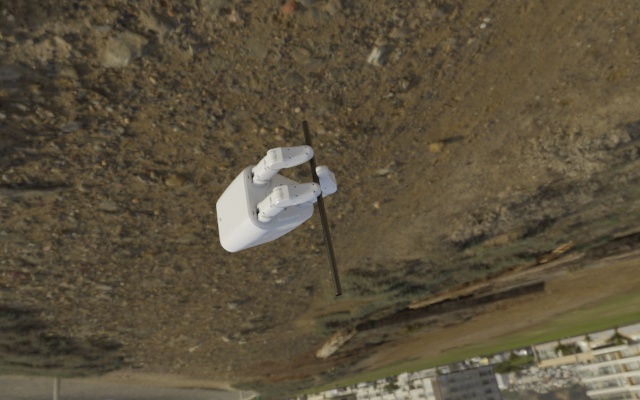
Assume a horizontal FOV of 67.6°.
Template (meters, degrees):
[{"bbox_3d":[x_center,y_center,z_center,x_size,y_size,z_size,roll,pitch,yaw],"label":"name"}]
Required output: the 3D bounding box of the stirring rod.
[{"bbox_3d":[0.000,0.002,0.606,0.011,0.239,0.011,-10,-22,-4],"label":"stirring rod"}]
